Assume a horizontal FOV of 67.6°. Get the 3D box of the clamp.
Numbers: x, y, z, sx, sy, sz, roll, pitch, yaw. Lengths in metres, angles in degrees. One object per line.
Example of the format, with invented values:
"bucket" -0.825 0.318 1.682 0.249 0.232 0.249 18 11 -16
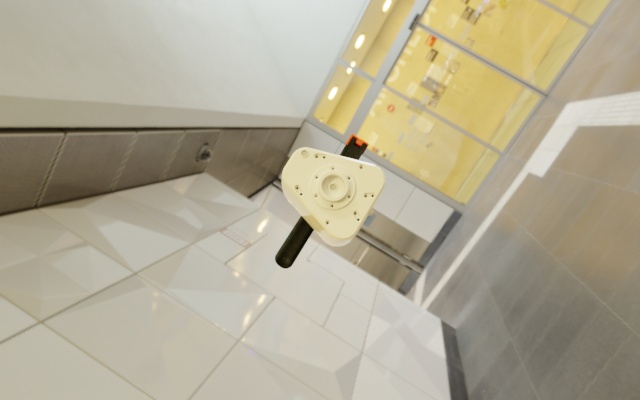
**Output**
"clamp" 0.000 0.001 0.687 0.036 0.210 0.164 32 -6 -1
